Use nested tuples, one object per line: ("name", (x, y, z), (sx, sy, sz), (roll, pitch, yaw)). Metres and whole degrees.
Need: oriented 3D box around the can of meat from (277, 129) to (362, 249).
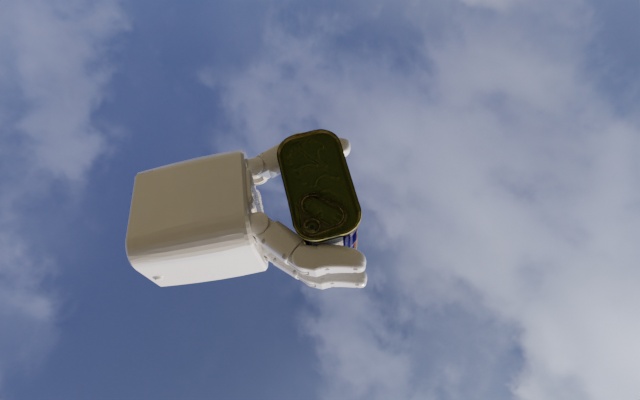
("can of meat", (0.000, 0.001, 0.437), (0.057, 0.102, 0.084), (-14, -24, -3))
